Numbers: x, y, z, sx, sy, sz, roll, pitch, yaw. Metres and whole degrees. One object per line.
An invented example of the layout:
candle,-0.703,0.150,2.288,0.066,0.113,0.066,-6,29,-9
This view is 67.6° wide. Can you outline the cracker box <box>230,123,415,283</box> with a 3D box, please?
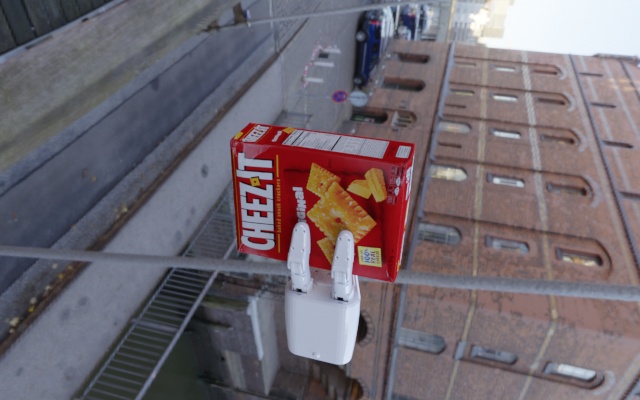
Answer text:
cracker box,0.000,0.002,0.595,0.213,0.164,0.072,9,29,13
